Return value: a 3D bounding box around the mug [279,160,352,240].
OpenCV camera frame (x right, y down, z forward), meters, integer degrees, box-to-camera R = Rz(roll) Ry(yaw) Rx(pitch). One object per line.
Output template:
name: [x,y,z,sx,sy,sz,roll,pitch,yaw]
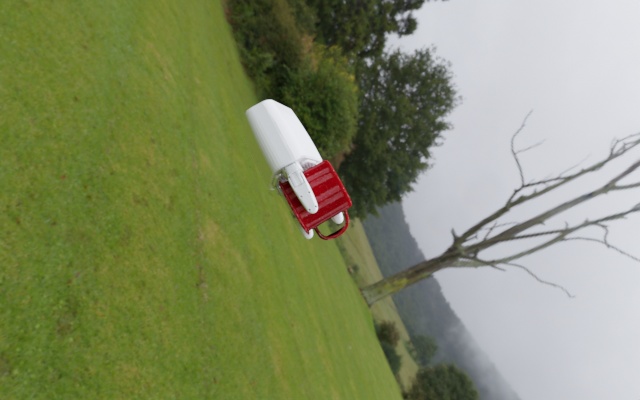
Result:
mug: [0.001,0.004,0.721,0.081,0.117,0.093,-29,-9,1]
